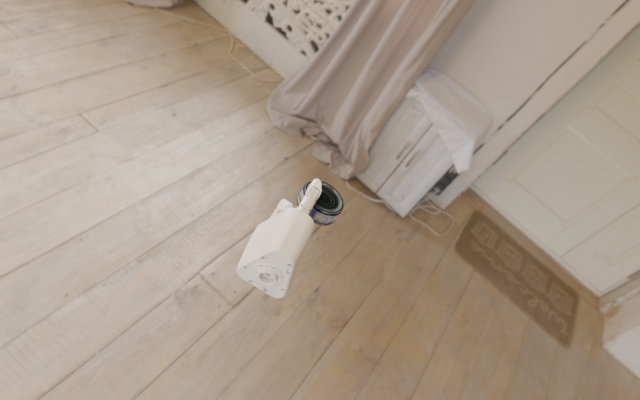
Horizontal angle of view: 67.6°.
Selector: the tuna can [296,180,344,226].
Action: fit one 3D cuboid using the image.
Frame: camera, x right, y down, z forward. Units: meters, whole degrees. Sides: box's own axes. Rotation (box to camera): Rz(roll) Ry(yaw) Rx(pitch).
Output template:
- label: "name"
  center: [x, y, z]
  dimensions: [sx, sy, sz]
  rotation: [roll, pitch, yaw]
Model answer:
- label: "tuna can"
  center: [0.000, 0.002, 0.886]
  dimensions: [0.086, 0.086, 0.034]
  rotation: [0, -40, -38]
